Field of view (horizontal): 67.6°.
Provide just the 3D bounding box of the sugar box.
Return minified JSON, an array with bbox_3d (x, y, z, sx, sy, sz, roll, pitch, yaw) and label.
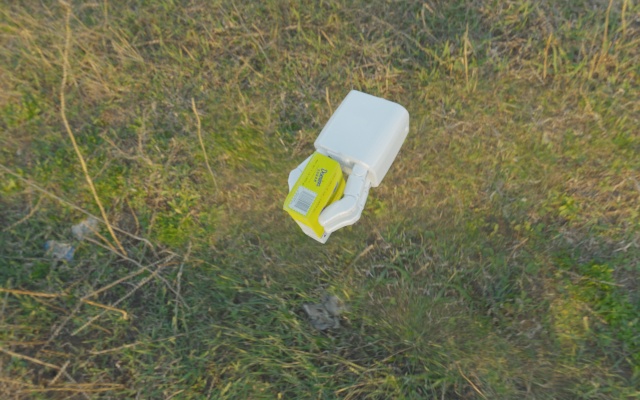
[{"bbox_3d":[0.001,0.002,0.723,0.048,0.093,0.176,28,-9,17],"label":"sugar box"}]
